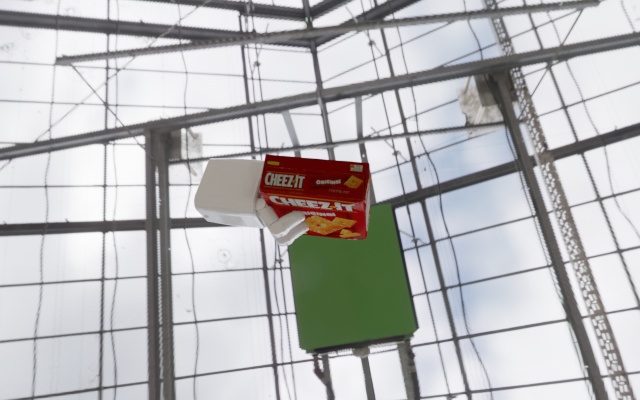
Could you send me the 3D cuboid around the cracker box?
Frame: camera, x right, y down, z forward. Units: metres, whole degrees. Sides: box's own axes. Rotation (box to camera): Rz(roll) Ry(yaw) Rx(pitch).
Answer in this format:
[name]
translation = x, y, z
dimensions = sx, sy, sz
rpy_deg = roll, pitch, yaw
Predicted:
[cracker box]
translation = 0.000, 0.003, 0.812
dimensions = 0.164, 0.072, 0.214
rpy_deg = 5, -19, 8
